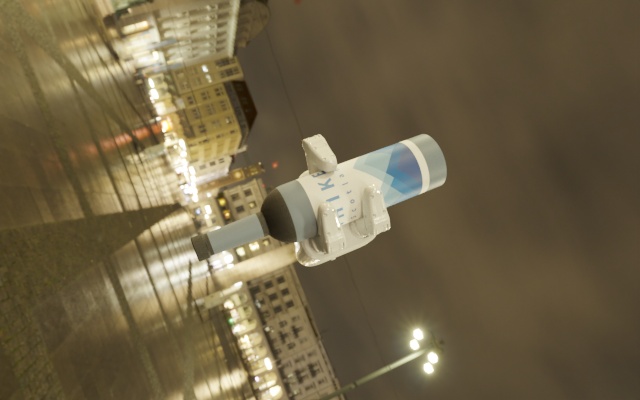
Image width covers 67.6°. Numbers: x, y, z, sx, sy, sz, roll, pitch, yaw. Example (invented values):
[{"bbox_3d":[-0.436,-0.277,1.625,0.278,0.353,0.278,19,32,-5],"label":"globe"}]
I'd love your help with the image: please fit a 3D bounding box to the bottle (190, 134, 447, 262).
[{"bbox_3d":[0.000,0.002,0.542,0.295,0.069,0.069,-21,5,-14],"label":"bottle"}]
